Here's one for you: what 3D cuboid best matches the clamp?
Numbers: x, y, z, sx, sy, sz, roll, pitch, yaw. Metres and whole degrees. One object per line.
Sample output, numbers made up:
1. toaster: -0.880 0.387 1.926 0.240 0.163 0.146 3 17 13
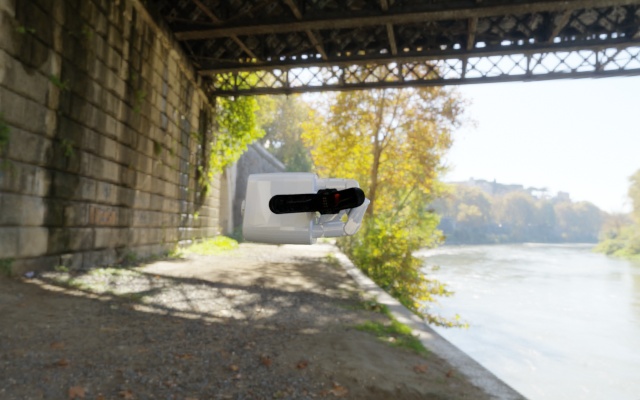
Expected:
1. clamp: 0.000 0.002 0.650 0.120 0.039 0.171 1 -4 5
